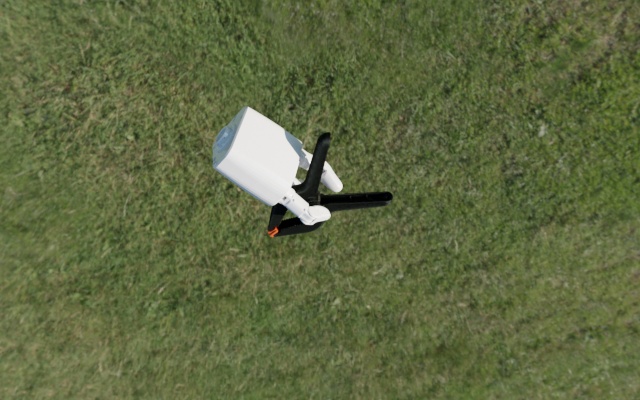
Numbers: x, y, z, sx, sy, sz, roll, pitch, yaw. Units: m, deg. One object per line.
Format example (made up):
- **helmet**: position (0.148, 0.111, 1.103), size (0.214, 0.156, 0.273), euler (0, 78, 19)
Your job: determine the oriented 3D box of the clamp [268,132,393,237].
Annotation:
- **clamp**: position (0.000, 0.003, 0.771), size (0.164, 0.036, 0.210), euler (35, -58, -24)
